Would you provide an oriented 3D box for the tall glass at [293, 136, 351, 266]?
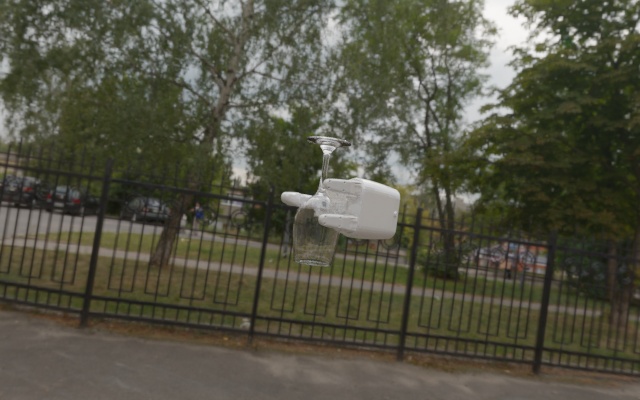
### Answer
[{"bbox_3d":[0.000,0.002,0.773,0.079,0.201,0.079,8,-2,0],"label":"tall glass"}]
